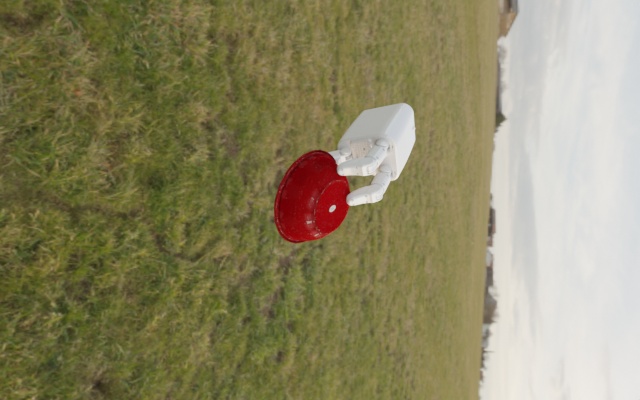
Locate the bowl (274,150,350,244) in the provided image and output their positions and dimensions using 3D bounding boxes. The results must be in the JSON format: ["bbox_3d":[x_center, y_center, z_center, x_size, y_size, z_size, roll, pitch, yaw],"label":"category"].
[{"bbox_3d":[0.000,0.004,0.774,0.055,0.162,0.162,22,14,36],"label":"bowl"}]
